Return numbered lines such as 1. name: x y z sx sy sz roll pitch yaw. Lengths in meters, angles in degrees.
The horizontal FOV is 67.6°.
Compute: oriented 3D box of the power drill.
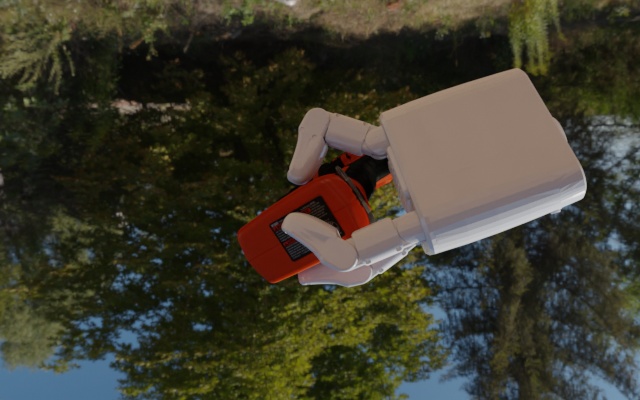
1. power drill: 0.000 0.002 0.441 0.184 0.057 0.187 -32 7 26
